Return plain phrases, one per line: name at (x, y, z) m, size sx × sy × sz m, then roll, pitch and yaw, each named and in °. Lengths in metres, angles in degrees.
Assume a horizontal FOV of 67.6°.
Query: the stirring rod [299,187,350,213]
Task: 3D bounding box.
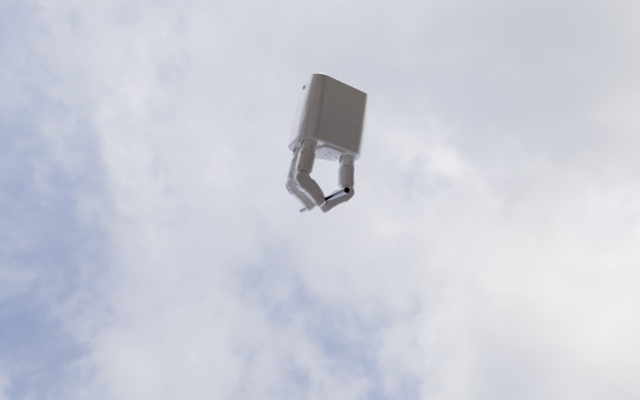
stirring rod at (0.000, 0.002, 0.727) m, size 0.011 × 0.011 × 0.239 m, roll 0°, pitch -7°, yaw -16°
